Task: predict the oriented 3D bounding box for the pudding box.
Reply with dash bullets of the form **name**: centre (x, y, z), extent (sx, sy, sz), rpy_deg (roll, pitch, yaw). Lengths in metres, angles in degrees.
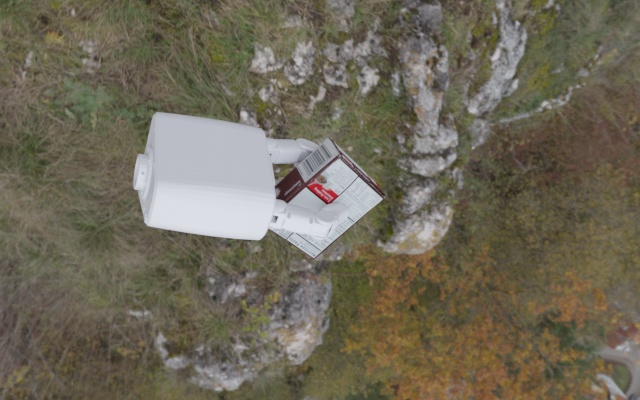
- **pudding box**: centre (0.000, 0.002, 0.516), extent (0.090, 0.113, 0.039), rpy_deg (38, 17, -40)
